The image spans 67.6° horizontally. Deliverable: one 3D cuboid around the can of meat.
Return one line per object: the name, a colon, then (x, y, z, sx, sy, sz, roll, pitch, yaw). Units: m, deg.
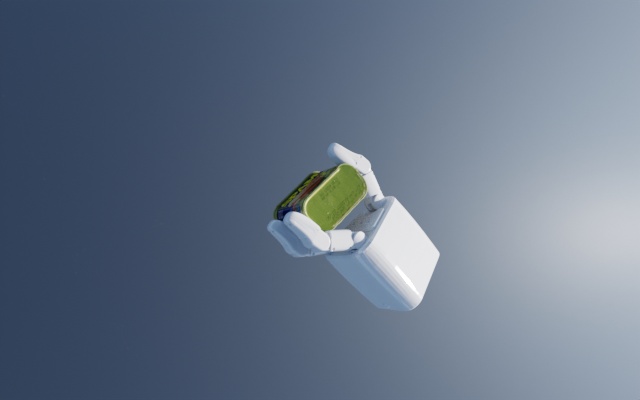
can of meat: (0.000, 0.002, 0.606, 0.102, 0.057, 0.084, -45, 14, -25)
